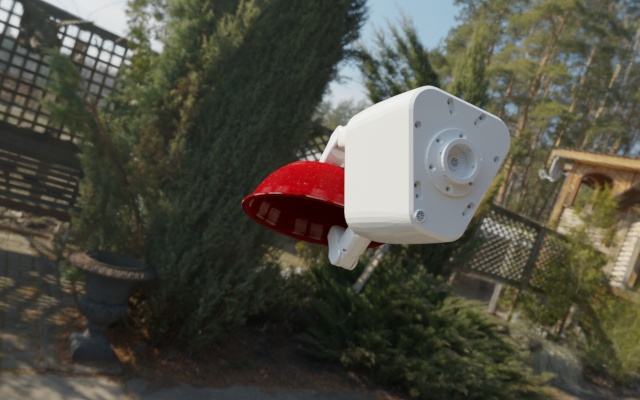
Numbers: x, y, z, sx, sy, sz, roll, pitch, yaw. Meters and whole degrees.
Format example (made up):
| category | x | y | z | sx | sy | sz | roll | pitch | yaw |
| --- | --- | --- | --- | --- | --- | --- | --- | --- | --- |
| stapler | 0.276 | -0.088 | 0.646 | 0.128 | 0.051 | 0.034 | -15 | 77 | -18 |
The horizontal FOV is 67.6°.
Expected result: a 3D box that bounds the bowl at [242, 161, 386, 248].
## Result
| category | x | y | z | sx | sy | sz | roll | pitch | yaw |
| --- | --- | --- | --- | --- | --- | --- | --- | --- | --- |
| bowl | -0.001 | 0.001 | 0.519 | 0.162 | 0.055 | 0.162 | 11 | -20 | 4 |
